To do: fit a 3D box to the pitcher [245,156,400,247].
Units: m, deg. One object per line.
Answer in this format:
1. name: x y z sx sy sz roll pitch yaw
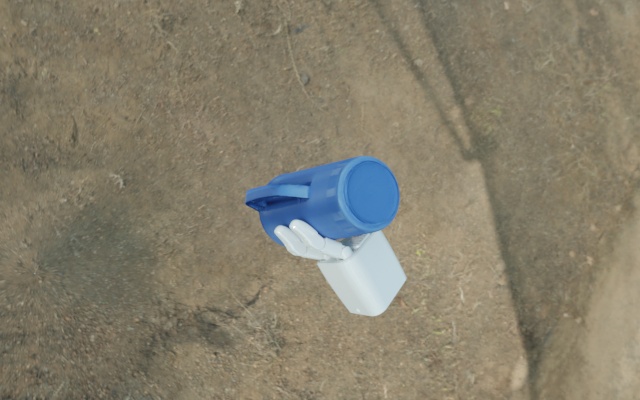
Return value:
1. pitcher: 0.000 0.003 0.750 0.149 0.145 0.243 -38 13 -30
